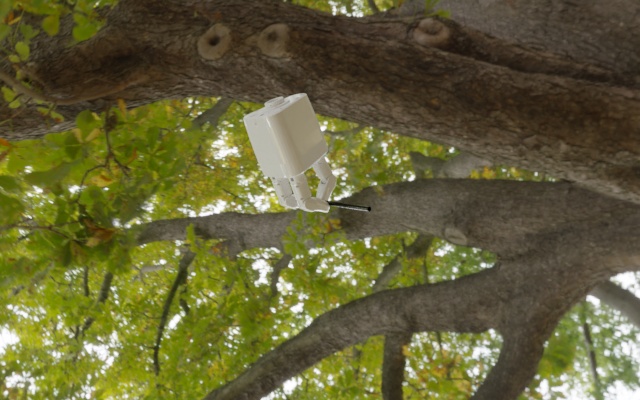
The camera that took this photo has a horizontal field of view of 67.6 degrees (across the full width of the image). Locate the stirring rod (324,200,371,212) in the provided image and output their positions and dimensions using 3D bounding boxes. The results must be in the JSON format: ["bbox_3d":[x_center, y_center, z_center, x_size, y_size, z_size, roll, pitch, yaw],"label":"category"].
[{"bbox_3d":[0.000,0.003,0.833,0.011,0.011,0.239,0,5,-39],"label":"stirring rod"}]
